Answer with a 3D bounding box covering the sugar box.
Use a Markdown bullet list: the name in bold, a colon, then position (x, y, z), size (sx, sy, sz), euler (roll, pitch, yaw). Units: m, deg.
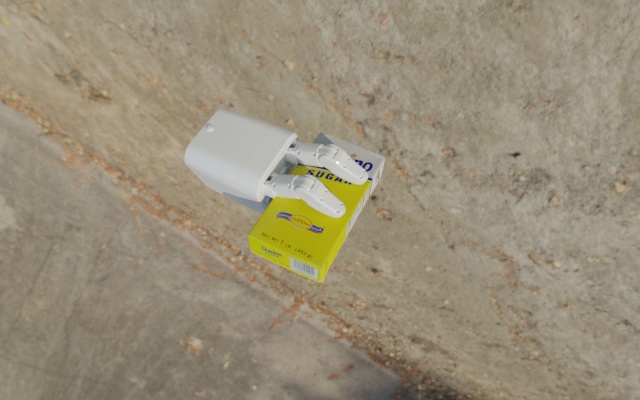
- **sugar box**: position (0.000, 0.002, 0.564), size (0.093, 0.176, 0.048), euler (23, -31, 13)
